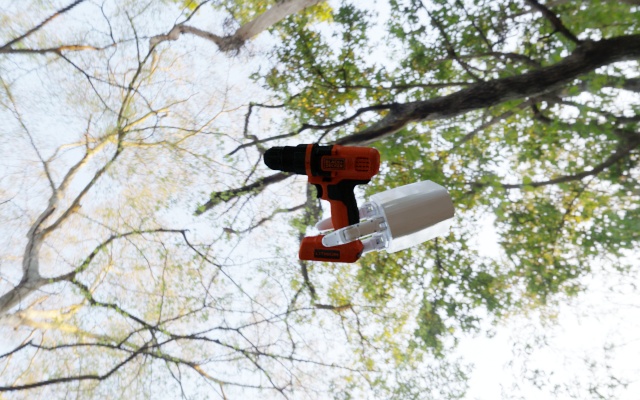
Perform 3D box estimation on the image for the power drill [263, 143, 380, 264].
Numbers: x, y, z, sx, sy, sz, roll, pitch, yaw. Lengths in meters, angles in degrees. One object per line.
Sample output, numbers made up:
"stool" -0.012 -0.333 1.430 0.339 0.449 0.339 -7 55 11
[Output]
"power drill" 0.000 0.003 0.757 0.184 0.188 0.057 3 18 13
